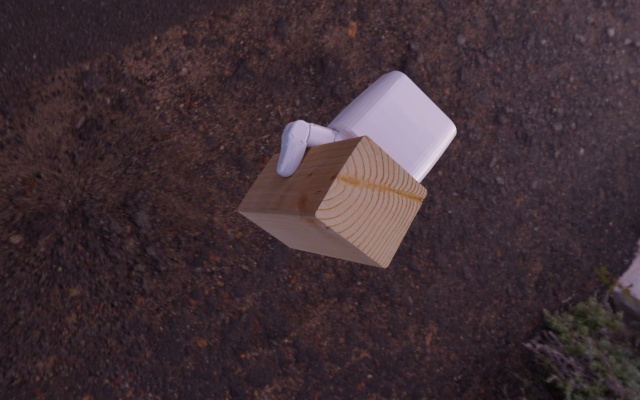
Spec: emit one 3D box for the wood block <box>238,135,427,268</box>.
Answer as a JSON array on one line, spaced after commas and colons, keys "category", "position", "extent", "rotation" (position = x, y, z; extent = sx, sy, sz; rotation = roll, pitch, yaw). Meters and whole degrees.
[{"category": "wood block", "position": [0.000, 0.001, 0.514], "extent": [0.091, 0.090, 0.206], "rotation": [38, -17, -22]}]
